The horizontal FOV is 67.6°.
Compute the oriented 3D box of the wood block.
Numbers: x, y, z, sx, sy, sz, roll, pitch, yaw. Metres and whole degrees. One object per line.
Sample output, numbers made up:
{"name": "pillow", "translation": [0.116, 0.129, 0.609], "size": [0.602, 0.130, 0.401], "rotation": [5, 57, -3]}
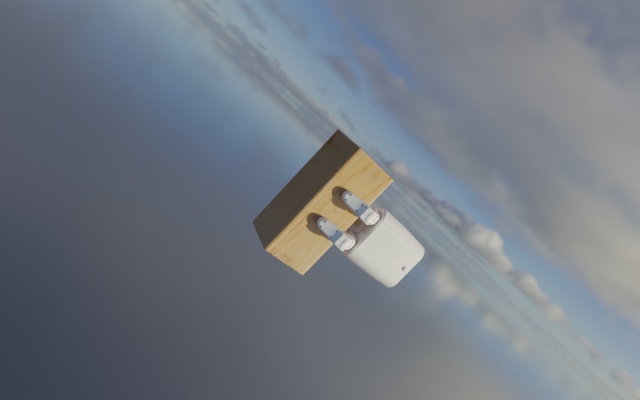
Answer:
{"name": "wood block", "translation": [0.000, 0.002, 0.755], "size": [0.090, 0.206, 0.090], "rotation": [39, 8, -32]}
